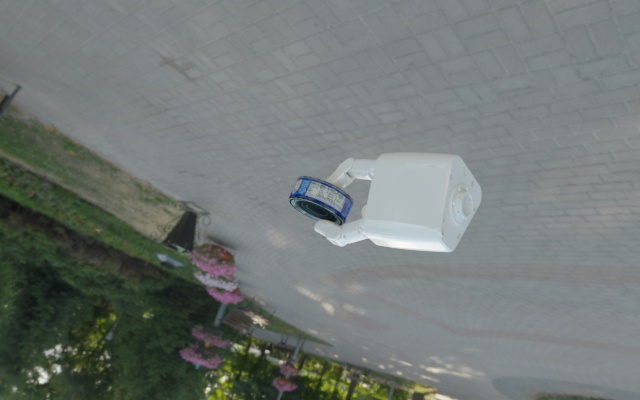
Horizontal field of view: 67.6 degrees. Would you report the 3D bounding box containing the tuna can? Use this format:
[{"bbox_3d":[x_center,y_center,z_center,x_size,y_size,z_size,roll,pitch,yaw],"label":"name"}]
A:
[{"bbox_3d":[0.000,0.003,0.657,0.086,0.033,0.086,22,-16,7],"label":"tuna can"}]
